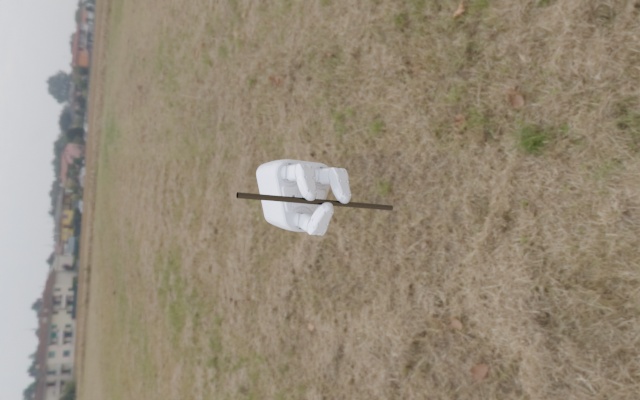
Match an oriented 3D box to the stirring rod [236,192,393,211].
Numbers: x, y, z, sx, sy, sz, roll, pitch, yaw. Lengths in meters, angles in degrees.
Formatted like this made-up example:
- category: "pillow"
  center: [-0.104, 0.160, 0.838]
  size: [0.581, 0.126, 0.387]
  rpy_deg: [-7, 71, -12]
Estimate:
- category: "stirring rod"
  center: [0.000, 0.002, 0.668]
  size: [0.239, 0.011, 0.011]
  rpy_deg: [5, -2, -27]
